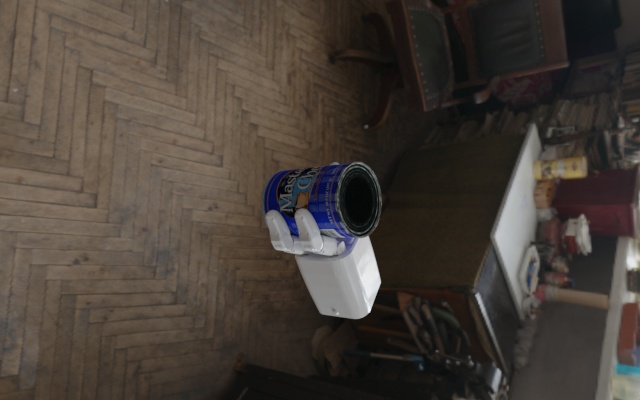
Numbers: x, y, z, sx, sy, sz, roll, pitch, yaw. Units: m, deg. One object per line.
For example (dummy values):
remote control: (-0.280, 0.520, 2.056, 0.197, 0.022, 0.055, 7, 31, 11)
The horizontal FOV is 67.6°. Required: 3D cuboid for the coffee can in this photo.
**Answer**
coffee can: (0.000, 0.002, 0.678, 0.140, 0.103, 0.103, -3, -2, 40)
